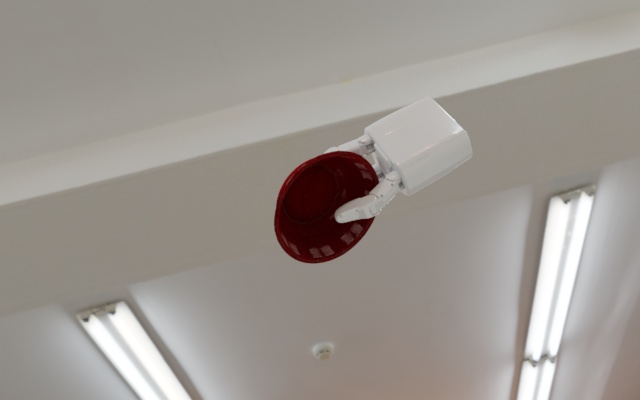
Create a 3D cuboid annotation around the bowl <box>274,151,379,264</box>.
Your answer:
[{"bbox_3d":[-0.001,0.002,0.643,0.162,0.162,0.055,0,23,-34],"label":"bowl"}]
